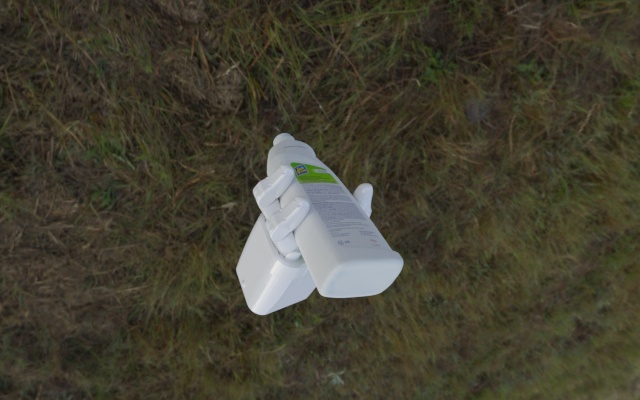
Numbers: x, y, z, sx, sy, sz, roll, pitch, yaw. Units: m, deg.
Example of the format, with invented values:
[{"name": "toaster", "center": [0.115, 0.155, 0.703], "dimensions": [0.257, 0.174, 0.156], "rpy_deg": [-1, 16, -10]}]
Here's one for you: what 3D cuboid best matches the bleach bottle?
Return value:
[{"name": "bleach bottle", "center": [0.000, 0.002, 0.599], "dimensions": [0.102, 0.068, 0.250], "rpy_deg": [4, 41, -33]}]
